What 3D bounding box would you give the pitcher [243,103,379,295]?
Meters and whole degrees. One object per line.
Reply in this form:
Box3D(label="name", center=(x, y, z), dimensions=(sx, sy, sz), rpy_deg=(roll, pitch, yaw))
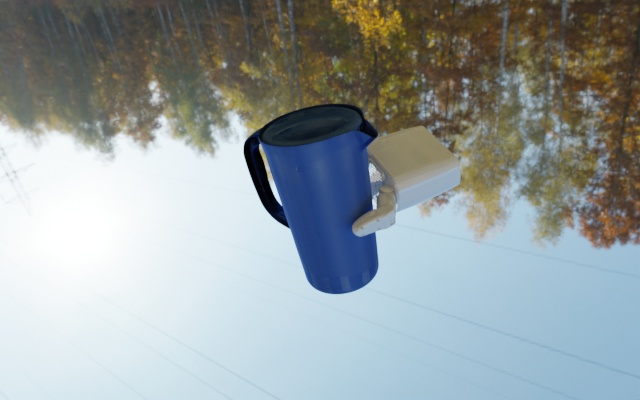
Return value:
Box3D(label="pitcher", center=(0.000, 0.002, 0.645), dimensions=(0.145, 0.243, 0.149), rpy_deg=(-21, 30, -15))
